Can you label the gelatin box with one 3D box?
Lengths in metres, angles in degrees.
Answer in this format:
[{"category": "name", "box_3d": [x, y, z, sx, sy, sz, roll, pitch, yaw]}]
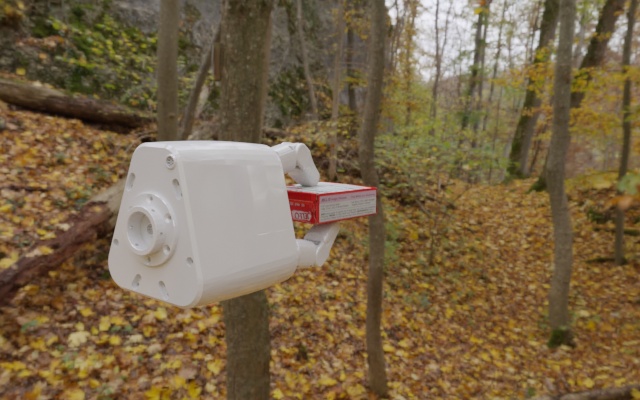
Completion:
[{"category": "gelatin box", "box_3d": [0.000, 0.001, 0.464, 0.073, 0.030, 0.089, 8, 11, 43]}]
